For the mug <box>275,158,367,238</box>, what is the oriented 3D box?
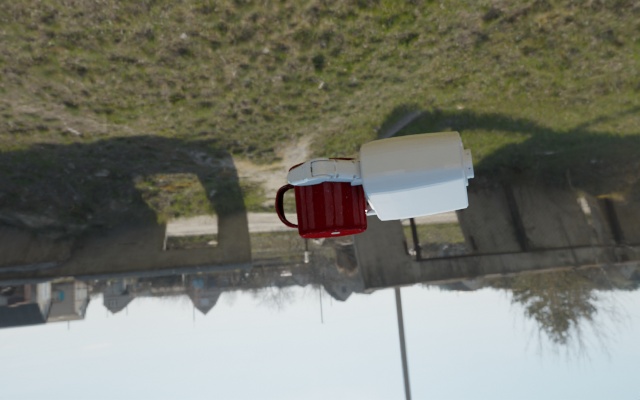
[{"bbox_3d":[-0.001,0.002,0.569,0.117,0.081,0.093,-8,-9,17],"label":"mug"}]
